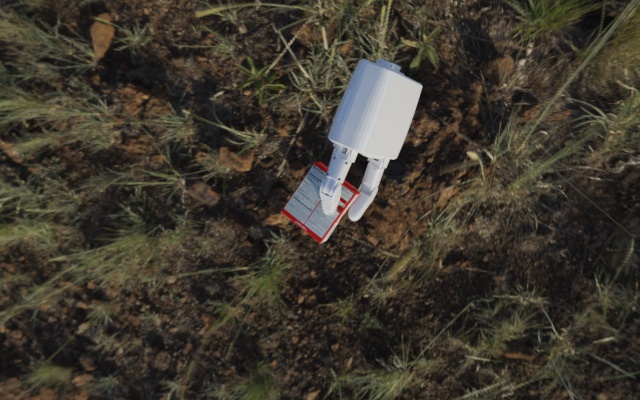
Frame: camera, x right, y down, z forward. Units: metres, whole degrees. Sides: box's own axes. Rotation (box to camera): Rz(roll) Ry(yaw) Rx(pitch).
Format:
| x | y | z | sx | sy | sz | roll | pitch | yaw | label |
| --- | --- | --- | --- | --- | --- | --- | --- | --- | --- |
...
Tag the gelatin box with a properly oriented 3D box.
| x | y | z | sx | sy | sz | roll | pitch | yaw | label |
| --- | --- | --- | --- | --- | --- | --- | --- | --- | --- |
| 0.000 | 0.002 | 0.659 | 0.073 | 0.089 | 0.030 | 37 | 13 | 11 | gelatin box |
